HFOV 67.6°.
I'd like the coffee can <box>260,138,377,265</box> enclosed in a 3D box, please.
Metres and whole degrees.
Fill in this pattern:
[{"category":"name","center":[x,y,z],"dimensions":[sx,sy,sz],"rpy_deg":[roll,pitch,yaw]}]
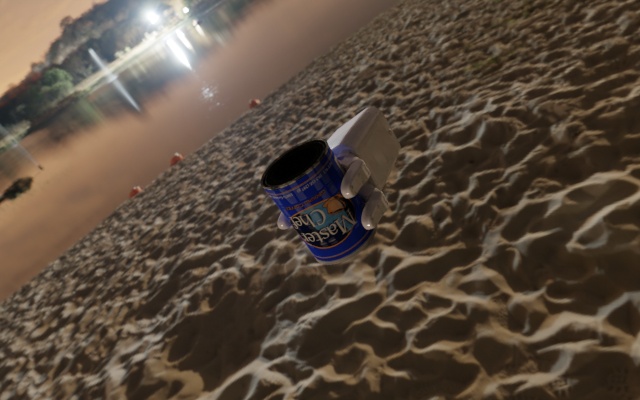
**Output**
[{"category":"coffee can","center":[0.000,0.002,0.646],"dimensions":[0.103,0.140,0.102],"rpy_deg":[-27,28,15]}]
